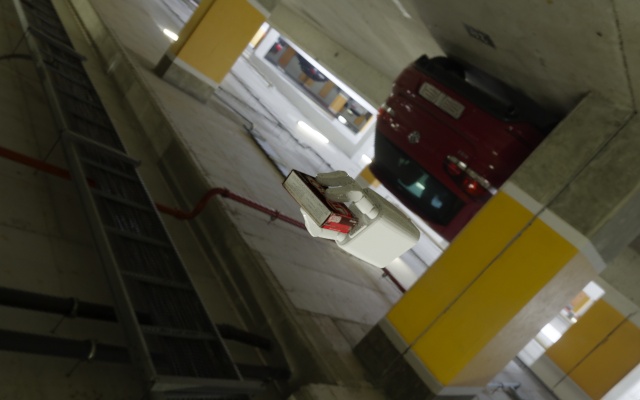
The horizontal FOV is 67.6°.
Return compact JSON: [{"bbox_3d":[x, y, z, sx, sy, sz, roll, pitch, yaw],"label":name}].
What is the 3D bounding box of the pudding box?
[{"bbox_3d":[0.000,0.003,0.784,0.113,0.039,0.090,45,14,30],"label":"pudding box"}]
